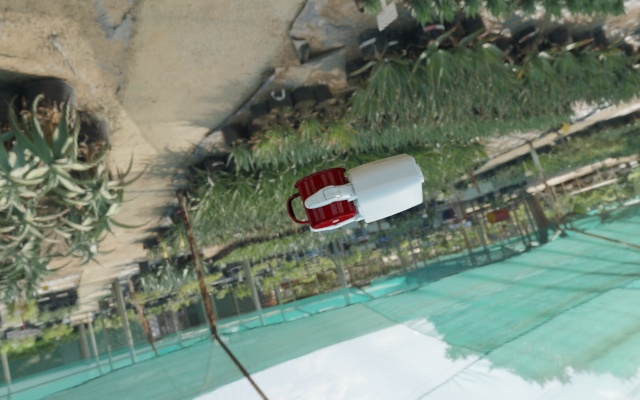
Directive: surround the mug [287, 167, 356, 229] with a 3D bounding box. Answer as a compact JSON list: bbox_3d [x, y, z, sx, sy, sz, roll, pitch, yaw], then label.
[{"bbox_3d":[-0.001,0.003,0.807,0.117,0.081,0.093,-19,-10,6],"label":"mug"}]
